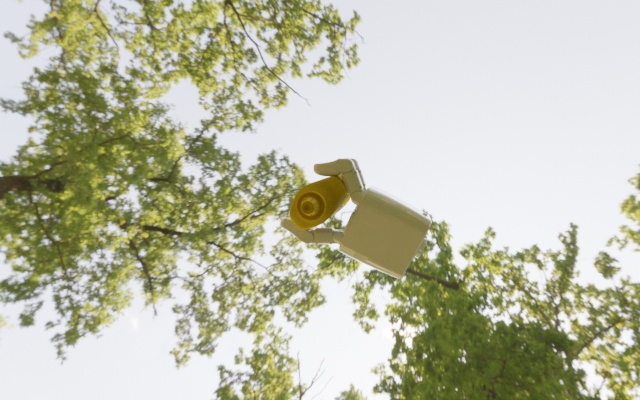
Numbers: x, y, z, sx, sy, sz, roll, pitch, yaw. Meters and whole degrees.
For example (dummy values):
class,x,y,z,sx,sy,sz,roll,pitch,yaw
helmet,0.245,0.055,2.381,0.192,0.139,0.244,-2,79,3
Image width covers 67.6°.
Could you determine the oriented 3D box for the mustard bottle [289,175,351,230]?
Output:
class,x,y,z,sx,sy,sz,roll,pitch,yaw
mustard bottle,0.000,0.002,0.727,0.096,0.058,0.191,-39,-2,11
